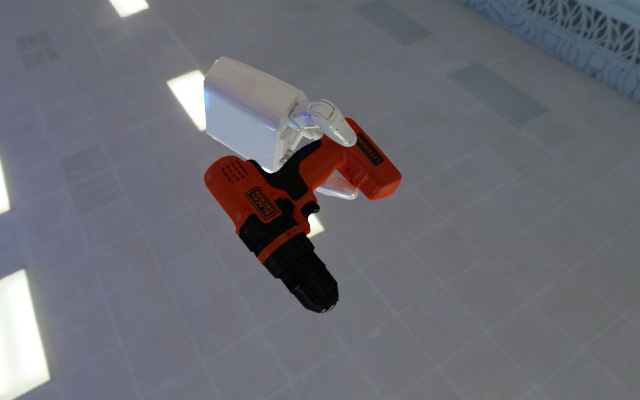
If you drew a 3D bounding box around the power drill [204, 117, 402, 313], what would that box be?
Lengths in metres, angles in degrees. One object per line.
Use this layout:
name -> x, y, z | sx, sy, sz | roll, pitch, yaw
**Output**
power drill -> 0.000, 0.001, 0.504 | 0.187, 0.184, 0.057 | -33, -10, -35
